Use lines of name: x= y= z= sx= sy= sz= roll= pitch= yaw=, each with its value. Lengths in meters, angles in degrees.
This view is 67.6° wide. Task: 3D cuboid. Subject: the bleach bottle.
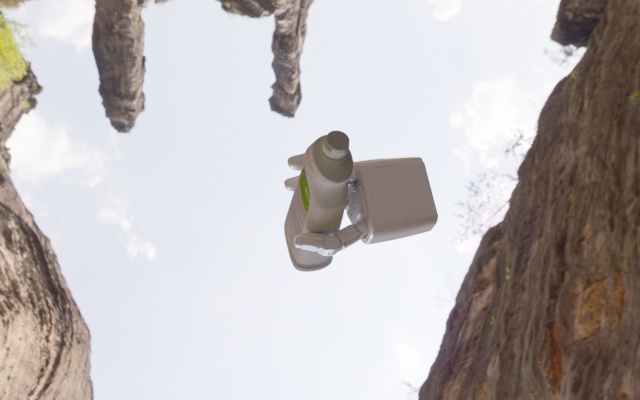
bleach bottle: x=0.000 y=0.002 z=0.648 sx=0.068 sy=0.102 sz=0.251 roll=-9 pitch=-29 yaw=-17
